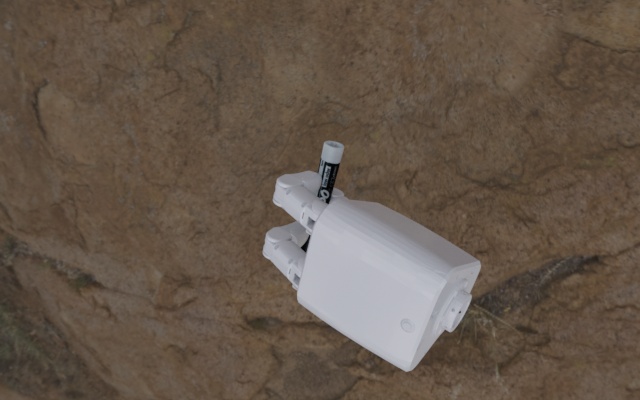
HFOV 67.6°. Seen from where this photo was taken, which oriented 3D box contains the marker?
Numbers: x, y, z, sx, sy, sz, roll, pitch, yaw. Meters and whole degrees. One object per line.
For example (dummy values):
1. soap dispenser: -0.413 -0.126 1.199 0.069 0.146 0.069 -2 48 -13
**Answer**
1. marker: 0.000 0.002 0.462 0.020 0.121 0.020 11 26 -5
